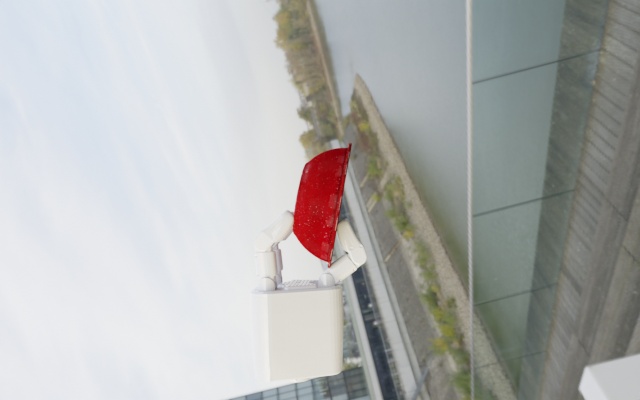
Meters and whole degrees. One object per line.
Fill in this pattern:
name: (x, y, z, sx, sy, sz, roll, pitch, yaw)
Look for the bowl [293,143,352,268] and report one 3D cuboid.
bowl: (0.000, 0.001, 0.608, 0.055, 0.162, 0.162, 10, 0, 3)
